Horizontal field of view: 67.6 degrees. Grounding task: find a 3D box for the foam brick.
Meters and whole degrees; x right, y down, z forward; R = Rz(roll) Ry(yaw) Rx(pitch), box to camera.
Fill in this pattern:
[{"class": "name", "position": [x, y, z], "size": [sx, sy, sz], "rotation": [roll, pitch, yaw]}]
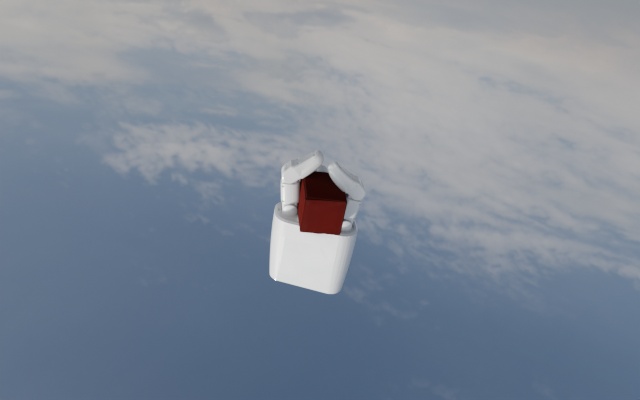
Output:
[{"class": "foam brick", "position": [0.000, 0.002, 0.614], "size": [0.053, 0.051, 0.078], "rotation": [6, 29, -9]}]
